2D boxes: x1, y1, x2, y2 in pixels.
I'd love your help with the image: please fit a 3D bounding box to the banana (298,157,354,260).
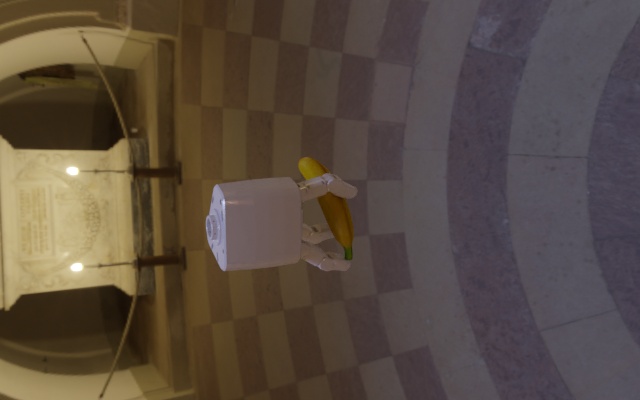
[{"bbox_3d":[0.006,-0.006,0.725,0.037,0.197,0.070,-8,-35,-25],"label":"banana"}]
